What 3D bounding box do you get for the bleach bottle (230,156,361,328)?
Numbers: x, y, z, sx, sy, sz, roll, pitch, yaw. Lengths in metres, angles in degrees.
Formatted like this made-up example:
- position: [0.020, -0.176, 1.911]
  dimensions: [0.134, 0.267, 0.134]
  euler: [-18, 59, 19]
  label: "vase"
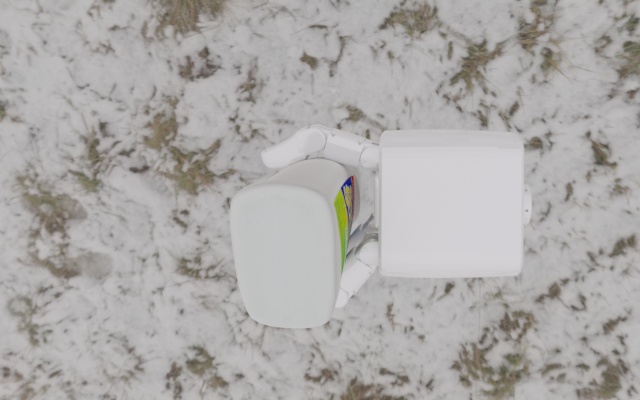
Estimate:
- position: [0.000, 0.001, 0.410]
  dimensions: [0.068, 0.102, 0.250]
  euler: [0, 18, 11]
  label: "bleach bottle"
